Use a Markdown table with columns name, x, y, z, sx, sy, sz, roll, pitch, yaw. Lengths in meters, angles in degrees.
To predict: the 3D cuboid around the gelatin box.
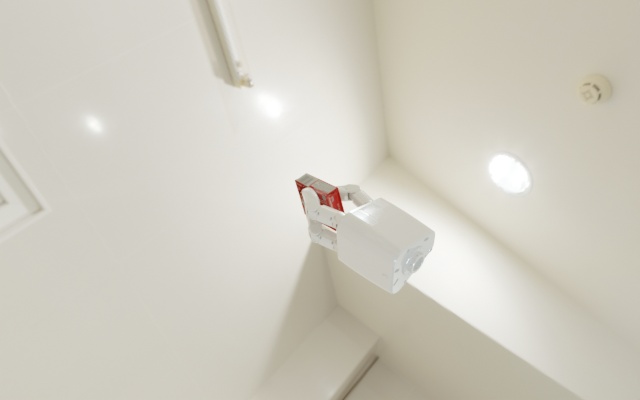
| name | x | y | z | sx | sy | sz | roll | pitch | yaw |
| --- | --- | --- | --- | --- | --- | --- | --- | --- | --- |
| gelatin box | 0.000 | 0.002 | 0.793 | 0.030 | 0.073 | 0.089 | -33 | 38 | -25 |
